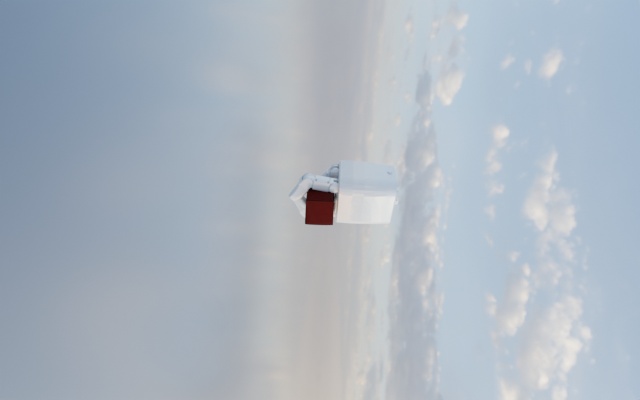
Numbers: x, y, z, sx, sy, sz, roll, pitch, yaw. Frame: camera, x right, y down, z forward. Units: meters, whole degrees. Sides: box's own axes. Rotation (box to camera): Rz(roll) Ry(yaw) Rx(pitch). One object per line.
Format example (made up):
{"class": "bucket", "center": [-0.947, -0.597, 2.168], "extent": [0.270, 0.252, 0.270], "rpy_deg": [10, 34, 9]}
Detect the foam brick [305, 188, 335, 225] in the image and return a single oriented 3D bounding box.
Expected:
{"class": "foam brick", "center": [0.000, 0.003, 0.876], "extent": [0.051, 0.053, 0.078], "rpy_deg": [4, 33, 1]}
